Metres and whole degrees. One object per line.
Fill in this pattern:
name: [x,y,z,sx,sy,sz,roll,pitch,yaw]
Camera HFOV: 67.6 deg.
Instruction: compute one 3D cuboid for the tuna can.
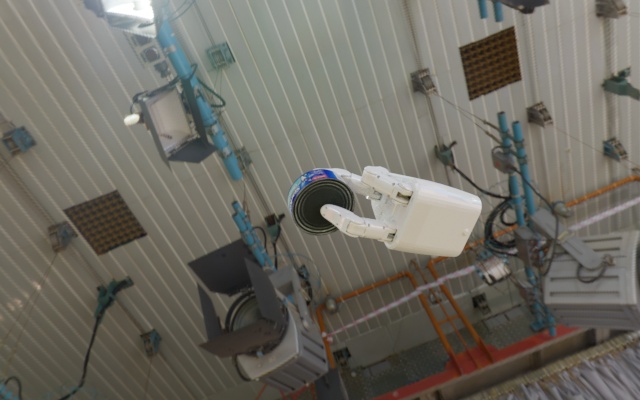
tuna can: [0.000,0.002,0.633,0.086,0.086,0.033,0,29,-19]
